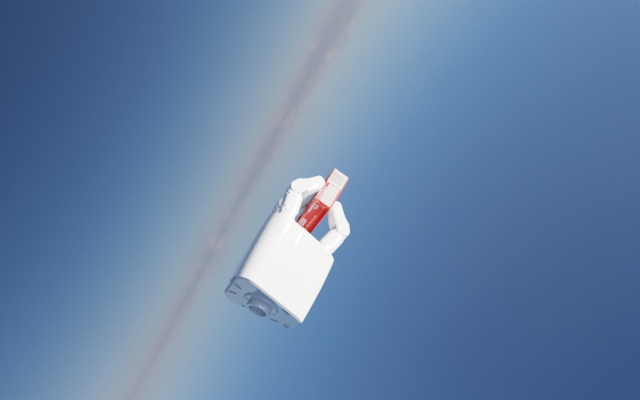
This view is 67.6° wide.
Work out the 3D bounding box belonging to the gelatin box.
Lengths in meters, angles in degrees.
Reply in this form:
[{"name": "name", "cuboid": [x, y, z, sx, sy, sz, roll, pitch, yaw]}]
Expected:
[{"name": "gelatin box", "cuboid": [0.001, 0.002, 0.725, 0.073, 0.030, 0.089, -51, 4, 41]}]
